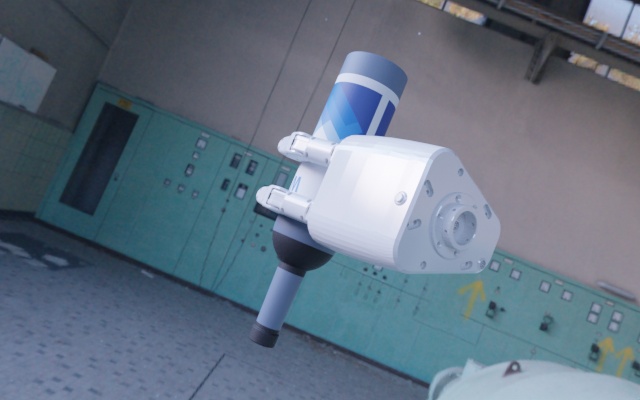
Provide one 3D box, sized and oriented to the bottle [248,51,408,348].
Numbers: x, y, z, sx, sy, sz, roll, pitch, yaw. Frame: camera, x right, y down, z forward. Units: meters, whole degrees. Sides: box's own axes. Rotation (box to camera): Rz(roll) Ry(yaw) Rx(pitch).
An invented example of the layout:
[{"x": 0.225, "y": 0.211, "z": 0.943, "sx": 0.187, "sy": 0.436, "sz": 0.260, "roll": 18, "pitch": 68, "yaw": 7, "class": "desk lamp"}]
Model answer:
[{"x": 0.000, "y": 0.001, "z": 0.472, "sx": 0.069, "sy": 0.295, "sz": 0.069, "roll": 23, "pitch": -5, "yaw": 2, "class": "bottle"}]
